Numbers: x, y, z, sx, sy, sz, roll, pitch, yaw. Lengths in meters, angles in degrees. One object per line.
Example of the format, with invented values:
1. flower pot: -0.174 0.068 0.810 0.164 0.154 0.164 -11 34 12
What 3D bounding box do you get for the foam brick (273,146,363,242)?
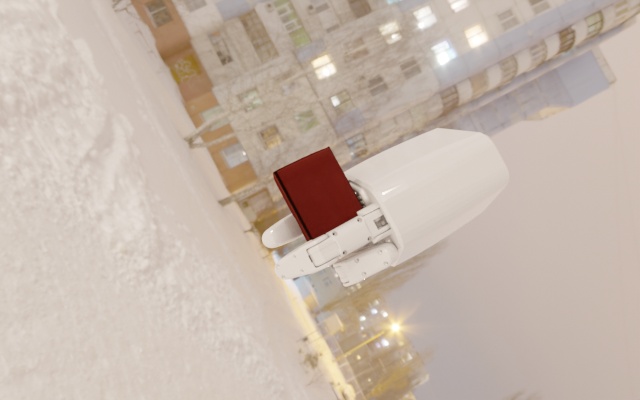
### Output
1. foam brick: 0.000 0.001 0.408 0.051 0.078 0.053 -28 -1 -6
